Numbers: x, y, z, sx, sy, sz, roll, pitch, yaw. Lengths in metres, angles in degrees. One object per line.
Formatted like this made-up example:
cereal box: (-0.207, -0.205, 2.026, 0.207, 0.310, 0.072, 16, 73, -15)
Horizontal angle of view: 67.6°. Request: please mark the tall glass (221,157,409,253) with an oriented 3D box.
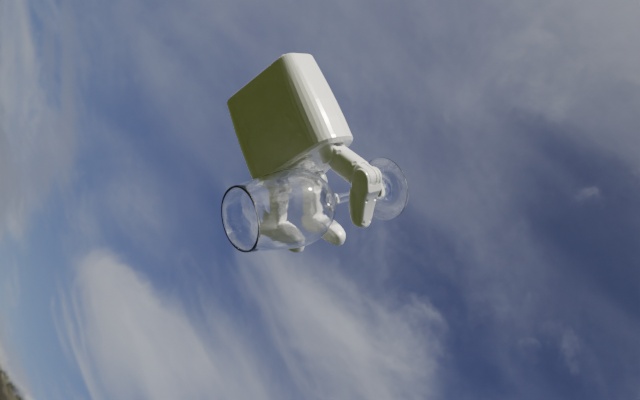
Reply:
tall glass: (0.001, 0.002, 0.493, 0.201, 0.079, 0.079, -12, 8, -42)
